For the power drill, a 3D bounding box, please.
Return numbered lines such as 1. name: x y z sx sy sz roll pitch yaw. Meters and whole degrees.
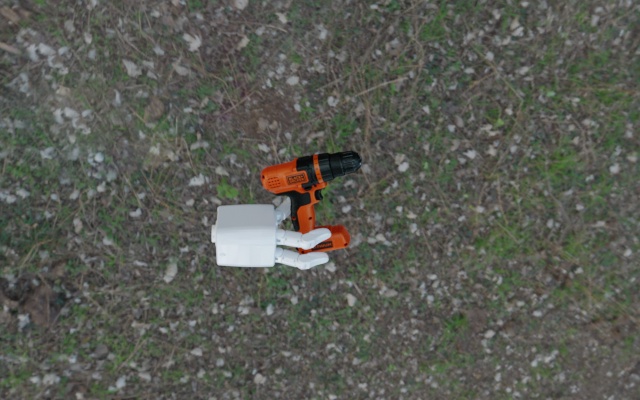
1. power drill: 0.000 0.003 0.887 0.184 0.188 0.057 -10 26 10
